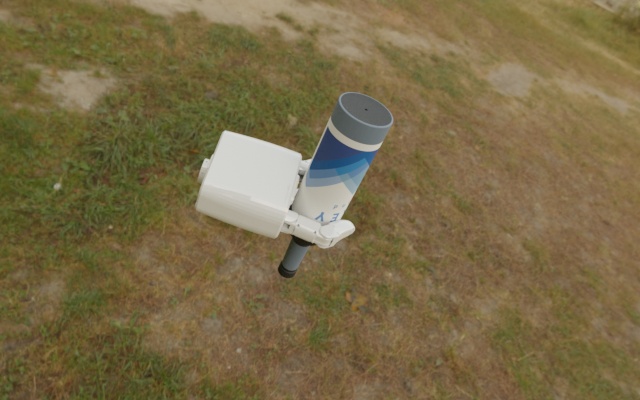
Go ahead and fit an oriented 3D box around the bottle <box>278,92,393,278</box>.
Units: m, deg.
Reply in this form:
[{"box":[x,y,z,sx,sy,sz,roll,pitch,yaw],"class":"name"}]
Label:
[{"box":[0.000,0.002,0.621,0.069,0.296,0.069,15,40,-13],"class":"bottle"}]
